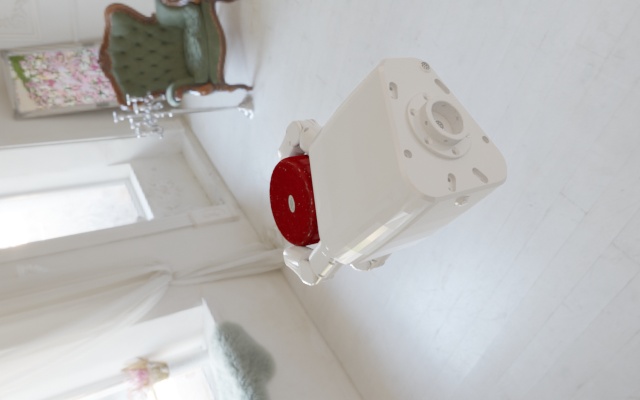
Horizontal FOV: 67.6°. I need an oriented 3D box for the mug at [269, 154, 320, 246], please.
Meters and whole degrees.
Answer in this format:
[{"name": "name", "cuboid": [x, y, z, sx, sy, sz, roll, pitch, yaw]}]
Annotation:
[{"name": "mug", "cuboid": [-0.001, 0.002, 0.455, 0.081, 0.093, 0.117, -11, -22, -32]}]
